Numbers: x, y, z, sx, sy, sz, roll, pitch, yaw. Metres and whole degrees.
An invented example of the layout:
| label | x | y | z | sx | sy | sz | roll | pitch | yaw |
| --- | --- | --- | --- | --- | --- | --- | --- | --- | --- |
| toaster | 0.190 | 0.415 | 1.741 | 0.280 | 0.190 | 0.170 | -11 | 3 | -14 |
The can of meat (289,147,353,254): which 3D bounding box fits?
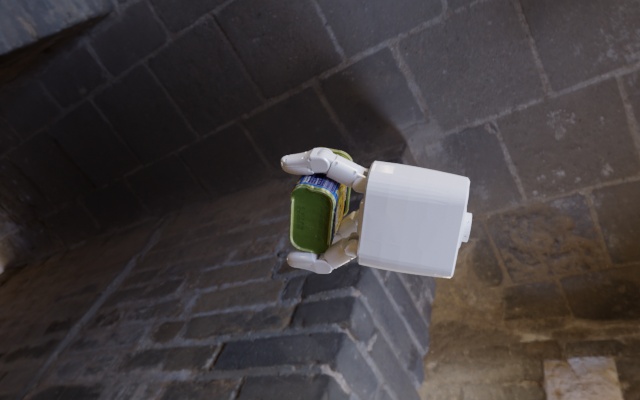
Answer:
| label | x | y | z | sx | sy | sz | roll | pitch | yaw |
| --- | --- | --- | --- | --- | --- | --- | --- | --- | --- |
| can of meat | 0.000 | 0.002 | 0.573 | 0.057 | 0.102 | 0.084 | 12 | 38 | 10 |
